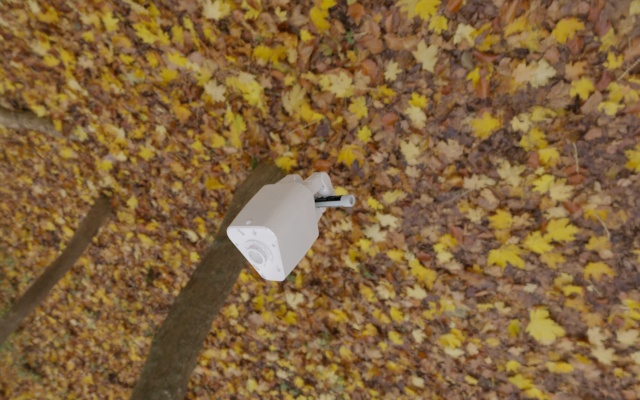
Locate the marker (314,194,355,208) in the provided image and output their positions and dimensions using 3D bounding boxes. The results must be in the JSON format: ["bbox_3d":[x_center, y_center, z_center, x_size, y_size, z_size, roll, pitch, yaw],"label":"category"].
[{"bbox_3d":[0.000,0.003,0.776,0.121,0.020,0.020,-3,-2,36],"label":"marker"}]
